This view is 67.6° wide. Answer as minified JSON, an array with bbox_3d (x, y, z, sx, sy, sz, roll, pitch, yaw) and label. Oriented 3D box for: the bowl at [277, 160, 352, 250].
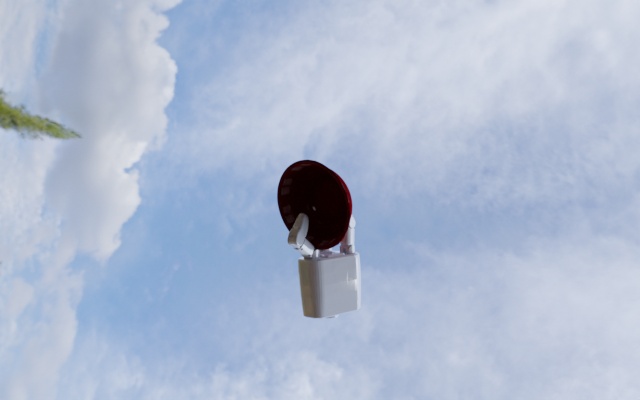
[{"bbox_3d":[0.000,0.001,0.842,0.162,0.162,0.055,0,15,39],"label":"bowl"}]
